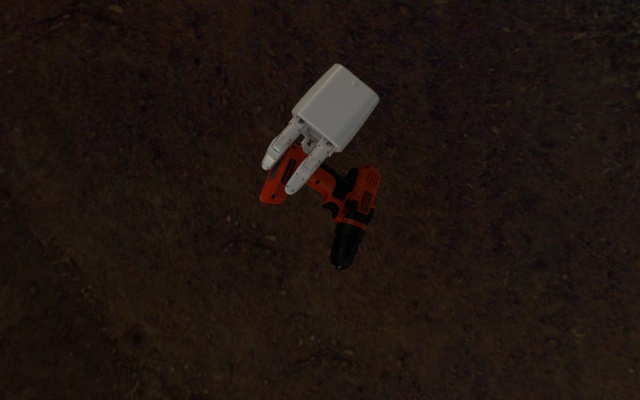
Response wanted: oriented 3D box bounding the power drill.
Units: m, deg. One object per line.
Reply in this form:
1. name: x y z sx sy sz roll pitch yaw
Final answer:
1. power drill: 0.000 0.002 0.776 0.188 0.184 0.057 25 -16 -24
